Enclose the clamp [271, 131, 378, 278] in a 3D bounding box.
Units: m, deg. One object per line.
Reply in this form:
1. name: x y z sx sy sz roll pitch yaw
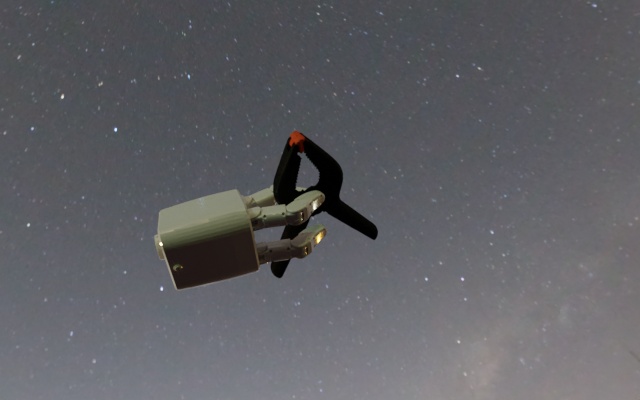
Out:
1. clamp: 0.000 0.001 0.642 0.164 0.210 0.036 -16 35 -15
